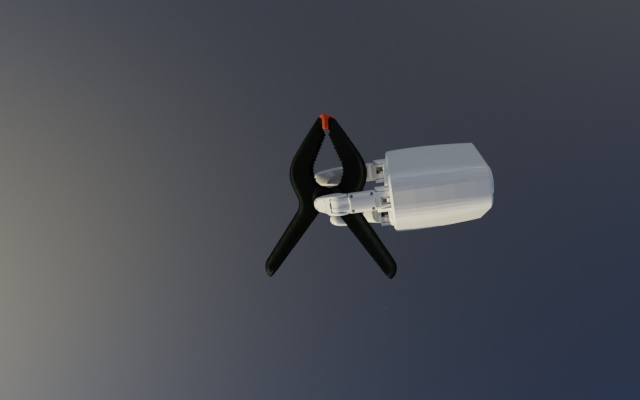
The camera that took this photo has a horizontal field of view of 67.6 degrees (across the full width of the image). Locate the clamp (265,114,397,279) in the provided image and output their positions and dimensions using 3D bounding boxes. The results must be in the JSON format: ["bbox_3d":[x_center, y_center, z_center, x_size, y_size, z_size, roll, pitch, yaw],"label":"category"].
[{"bbox_3d":[0.000,0.001,0.588,0.164,0.210,0.036,-7,6,8],"label":"clamp"}]
